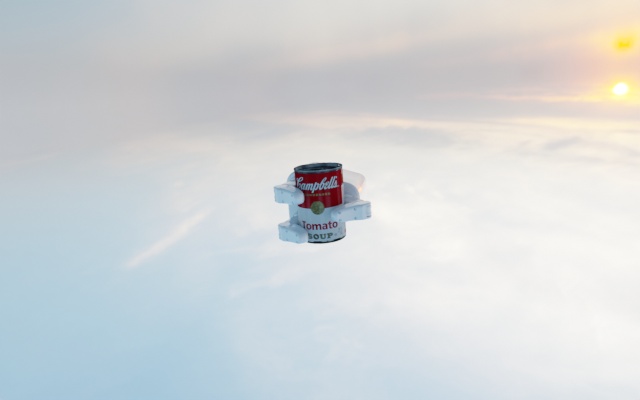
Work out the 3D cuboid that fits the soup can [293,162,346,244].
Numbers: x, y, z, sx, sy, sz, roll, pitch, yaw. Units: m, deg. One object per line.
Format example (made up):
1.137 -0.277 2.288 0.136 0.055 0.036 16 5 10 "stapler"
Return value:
0.000 0.003 0.666 0.068 0.102 0.068 -4 13 1 "soup can"
